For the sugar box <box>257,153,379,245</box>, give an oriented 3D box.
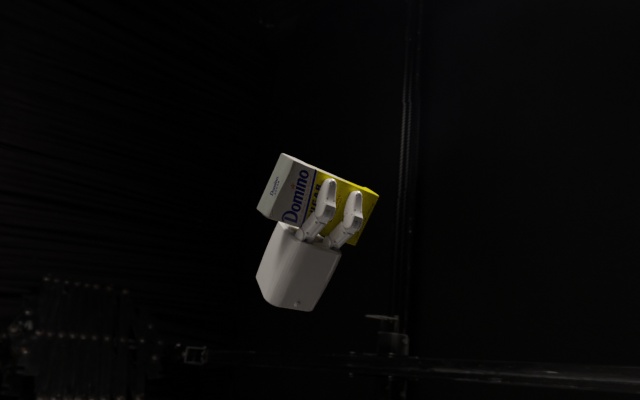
[{"bbox_3d":[0.000,0.003,0.728,0.176,0.093,0.048,19,9,-39],"label":"sugar box"}]
